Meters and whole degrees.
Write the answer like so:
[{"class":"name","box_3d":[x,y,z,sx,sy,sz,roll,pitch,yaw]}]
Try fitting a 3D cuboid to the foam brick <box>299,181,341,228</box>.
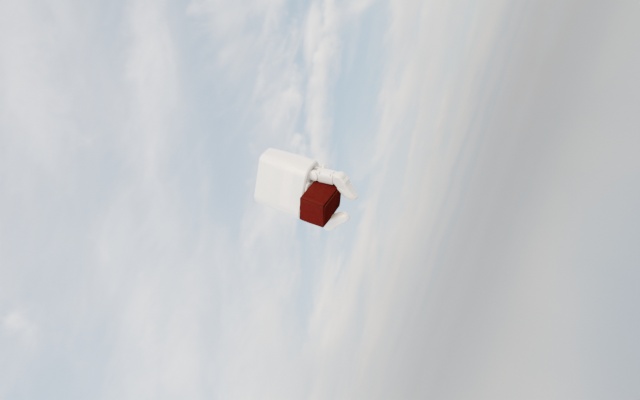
[{"class":"foam brick","box_3d":[0.000,0.003,0.889,0.051,0.053,0.078,19,40,18]}]
